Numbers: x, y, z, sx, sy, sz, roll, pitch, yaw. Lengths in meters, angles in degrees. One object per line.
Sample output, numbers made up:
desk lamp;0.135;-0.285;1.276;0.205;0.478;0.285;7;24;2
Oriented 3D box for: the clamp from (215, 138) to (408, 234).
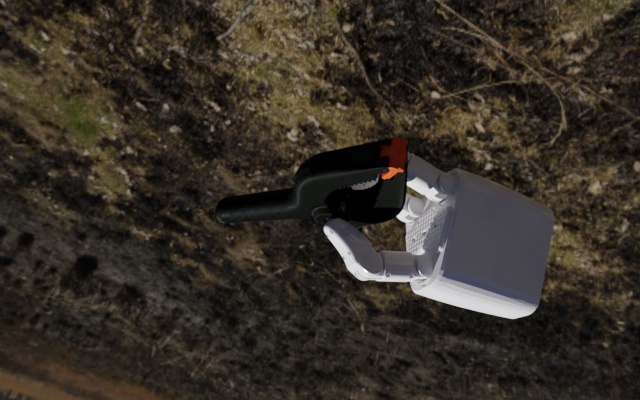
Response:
clamp;0.000;0.002;0.420;0.164;0.036;0.210;17;-28;-14
